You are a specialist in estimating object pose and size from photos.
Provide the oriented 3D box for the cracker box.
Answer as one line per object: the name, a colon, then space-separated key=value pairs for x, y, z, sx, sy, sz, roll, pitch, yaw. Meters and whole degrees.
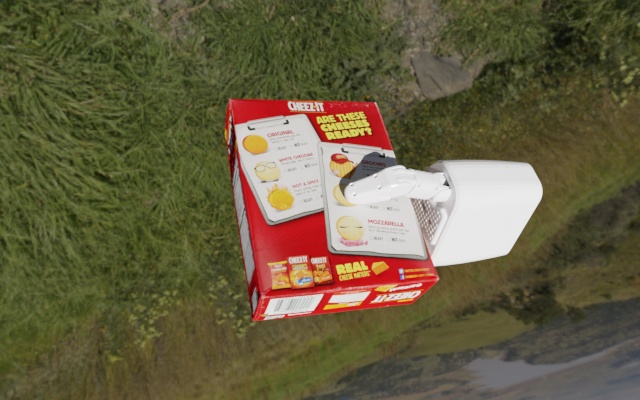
cracker box: x=0.000 y=0.002 z=0.472 sx=0.164 sy=0.213 sz=0.072 roll=-3 pitch=-32 yaw=-20
